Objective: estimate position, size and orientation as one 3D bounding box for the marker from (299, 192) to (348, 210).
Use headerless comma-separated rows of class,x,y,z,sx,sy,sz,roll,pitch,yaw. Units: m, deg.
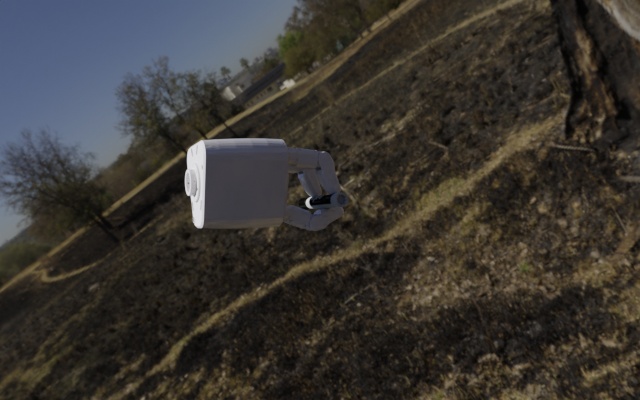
marker,0.000,0.002,0.666,0.020,0.020,0.121,0,-3,-28
